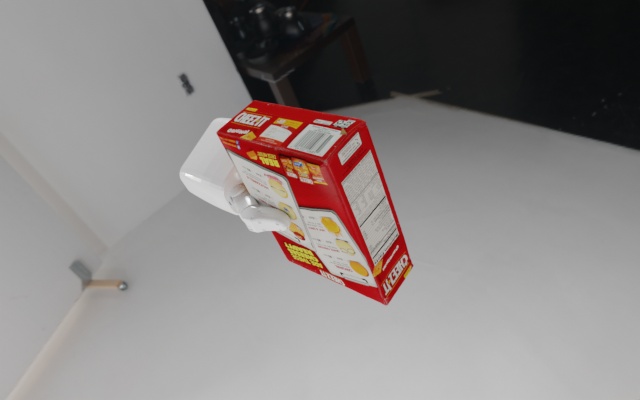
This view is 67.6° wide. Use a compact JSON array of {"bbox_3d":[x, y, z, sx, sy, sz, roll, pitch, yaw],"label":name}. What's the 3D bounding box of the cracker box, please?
[{"bbox_3d":[0.000,0.002,0.528,0.164,0.214,0.072,18,55,41],"label":"cracker box"}]
